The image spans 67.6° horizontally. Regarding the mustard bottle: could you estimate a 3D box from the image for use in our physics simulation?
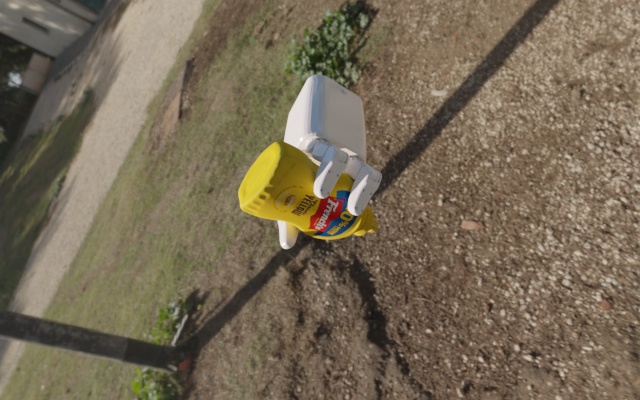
[{"bbox_3d":[0.000,0.002,0.606,0.192,0.096,0.058,24,29,-32],"label":"mustard bottle"}]
